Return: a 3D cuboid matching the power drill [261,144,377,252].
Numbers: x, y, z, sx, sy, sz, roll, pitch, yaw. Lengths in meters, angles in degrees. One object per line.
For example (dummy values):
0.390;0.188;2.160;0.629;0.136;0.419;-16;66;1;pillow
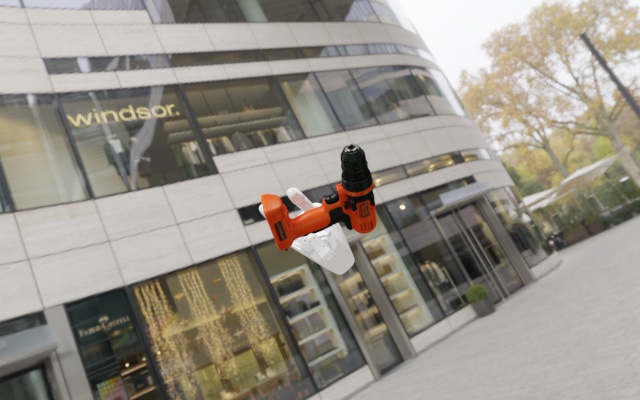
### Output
0.000;0.003;0.800;0.187;0.185;0.057;-16;40;-1;power drill
